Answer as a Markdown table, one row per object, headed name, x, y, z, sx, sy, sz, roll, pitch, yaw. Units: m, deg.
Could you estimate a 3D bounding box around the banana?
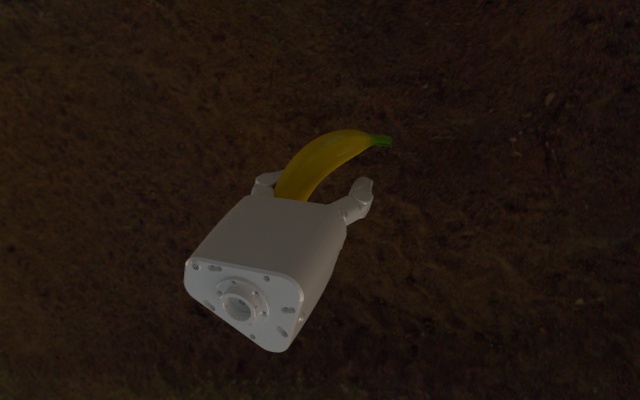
| name | x | y | z | sx | sy | sz | roll | pitch | yaw |
| --- | --- | --- | --- | --- | --- | --- | --- | --- | --- |
| banana | -0.013 | -0.011 | 0.508 | 0.069 | 0.198 | 0.037 | 36 | 33 | -11 |
